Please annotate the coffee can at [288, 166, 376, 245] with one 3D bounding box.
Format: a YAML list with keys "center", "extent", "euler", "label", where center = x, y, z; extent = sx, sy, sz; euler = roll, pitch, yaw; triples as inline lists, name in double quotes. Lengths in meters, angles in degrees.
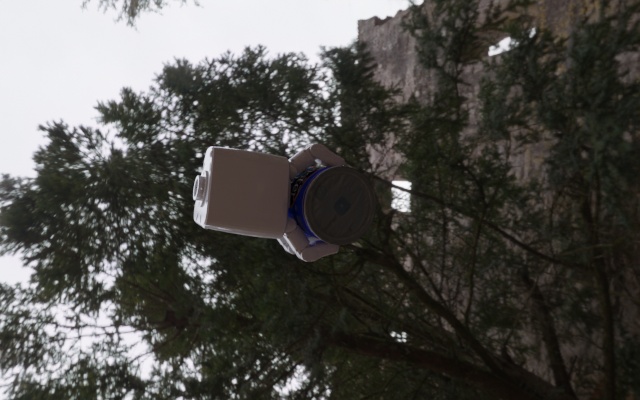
- center: [0.000, 0.002, 0.678]
  extent: [0.103, 0.103, 0.140]
  euler: [0, 4, -24]
  label: "coffee can"
